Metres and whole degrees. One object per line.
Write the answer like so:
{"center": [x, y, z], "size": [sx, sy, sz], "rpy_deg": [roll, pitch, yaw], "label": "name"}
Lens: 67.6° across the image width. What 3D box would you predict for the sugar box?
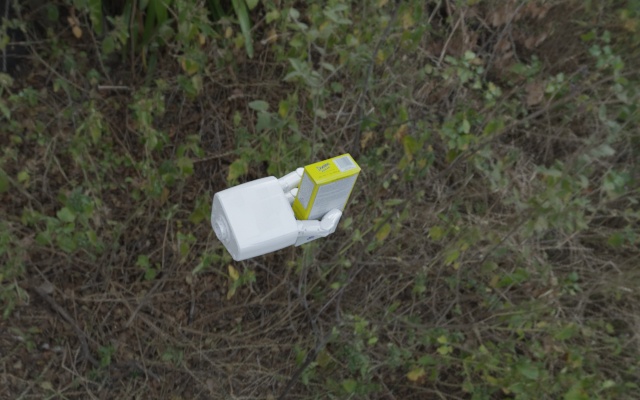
{"center": [0.000, 0.002, 0.831], "size": [0.093, 0.048, 0.176], "rpy_deg": [-18, -30, -30], "label": "sugar box"}
